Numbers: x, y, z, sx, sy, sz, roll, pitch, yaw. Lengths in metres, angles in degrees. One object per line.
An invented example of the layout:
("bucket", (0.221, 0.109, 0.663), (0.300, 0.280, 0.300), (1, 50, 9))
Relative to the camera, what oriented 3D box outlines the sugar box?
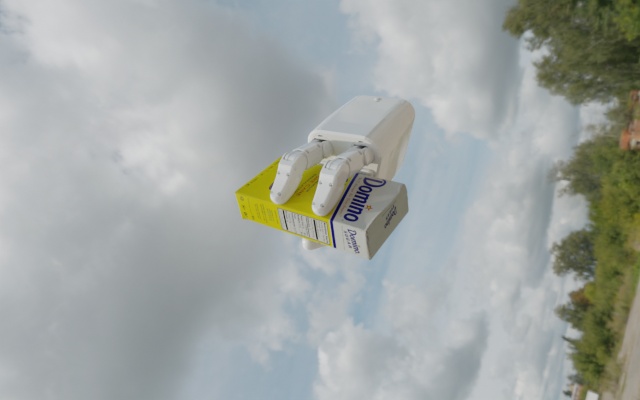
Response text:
("sugar box", (0.000, 0.001, 0.540), (0.176, 0.048, 0.093), (12, 40, 32))
